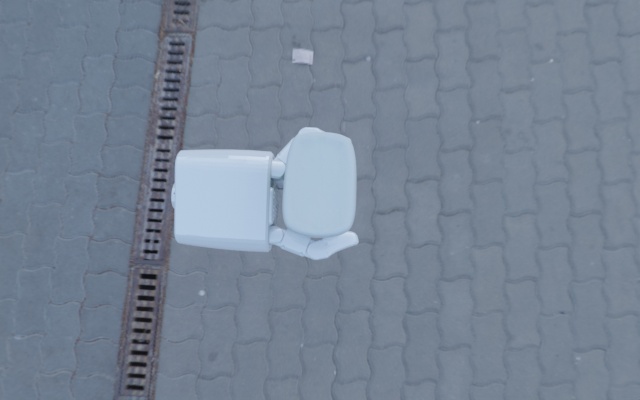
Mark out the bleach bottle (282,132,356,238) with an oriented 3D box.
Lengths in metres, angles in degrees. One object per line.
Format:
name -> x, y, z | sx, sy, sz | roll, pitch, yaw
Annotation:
bleach bottle -> 0.000, 0.002, 0.557 | 0.068, 0.102, 0.251 | 3, -9, 1
